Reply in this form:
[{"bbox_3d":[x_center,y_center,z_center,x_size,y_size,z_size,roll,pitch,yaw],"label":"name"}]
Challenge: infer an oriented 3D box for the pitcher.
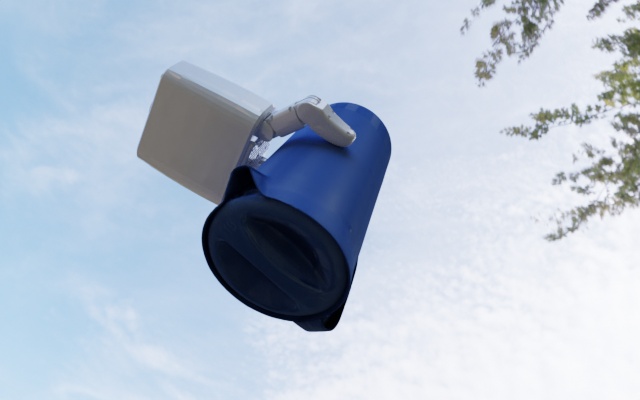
[{"bbox_3d":[0.000,0.001,0.488,0.145,0.149,0.242,28,38,3],"label":"pitcher"}]
